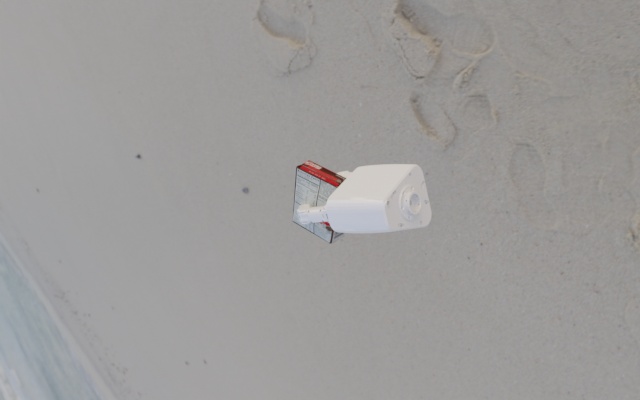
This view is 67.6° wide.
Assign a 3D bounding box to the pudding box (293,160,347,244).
[{"bbox_3d":[0.000,0.003,0.778,0.090,0.114,0.039,29,38,31],"label":"pudding box"}]
